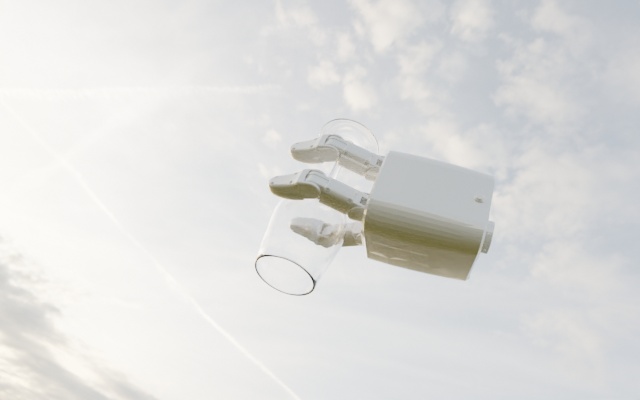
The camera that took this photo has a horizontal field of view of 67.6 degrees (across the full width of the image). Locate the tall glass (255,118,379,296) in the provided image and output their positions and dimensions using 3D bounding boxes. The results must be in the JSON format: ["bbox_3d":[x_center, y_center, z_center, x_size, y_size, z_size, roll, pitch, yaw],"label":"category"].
[{"bbox_3d":[0.000,0.001,0.508,0.079,0.079,0.201,0,44,29],"label":"tall glass"}]
